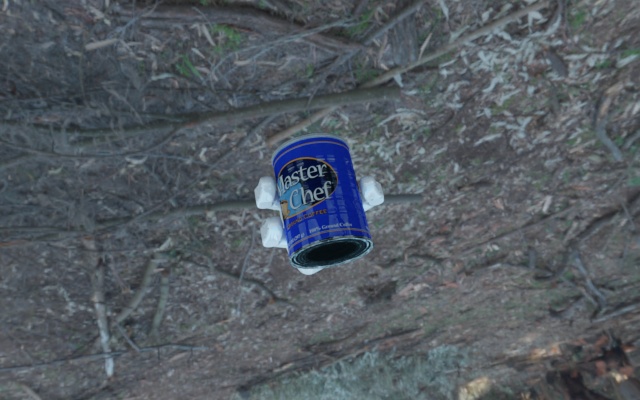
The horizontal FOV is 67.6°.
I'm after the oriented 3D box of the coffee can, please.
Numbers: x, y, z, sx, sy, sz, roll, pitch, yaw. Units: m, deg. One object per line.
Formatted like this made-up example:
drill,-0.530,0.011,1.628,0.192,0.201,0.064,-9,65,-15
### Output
coffee can,0.000,0.002,0.593,0.103,0.140,0.103,-10,-24,-5
